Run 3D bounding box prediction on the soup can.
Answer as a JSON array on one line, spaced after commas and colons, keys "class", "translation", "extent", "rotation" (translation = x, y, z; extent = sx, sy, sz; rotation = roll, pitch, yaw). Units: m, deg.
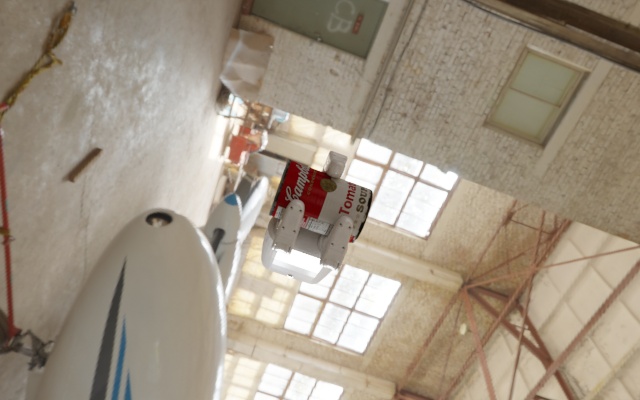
[{"class": "soup can", "translation": [0.001, 0.002, 0.541], "extent": [0.102, 0.068, 0.068], "rotation": [20, -2, -4]}]
